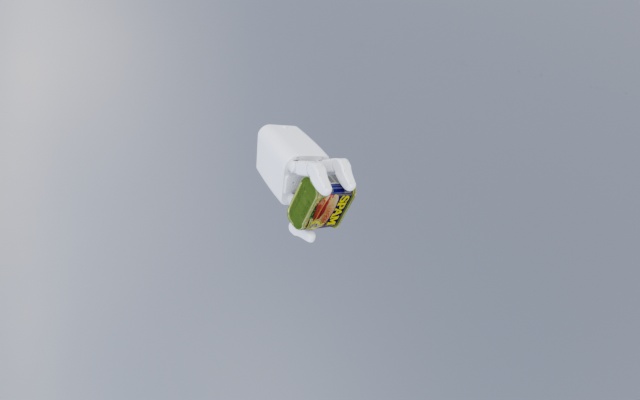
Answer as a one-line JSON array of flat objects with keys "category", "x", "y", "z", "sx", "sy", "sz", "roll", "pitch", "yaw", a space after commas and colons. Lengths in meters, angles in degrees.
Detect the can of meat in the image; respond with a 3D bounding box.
[{"category": "can of meat", "x": 0.000, "y": 0.003, "z": 0.818, "sx": 0.084, "sy": 0.102, "sz": 0.057, "roll": -4, "pitch": 44, "yaw": -39}]
